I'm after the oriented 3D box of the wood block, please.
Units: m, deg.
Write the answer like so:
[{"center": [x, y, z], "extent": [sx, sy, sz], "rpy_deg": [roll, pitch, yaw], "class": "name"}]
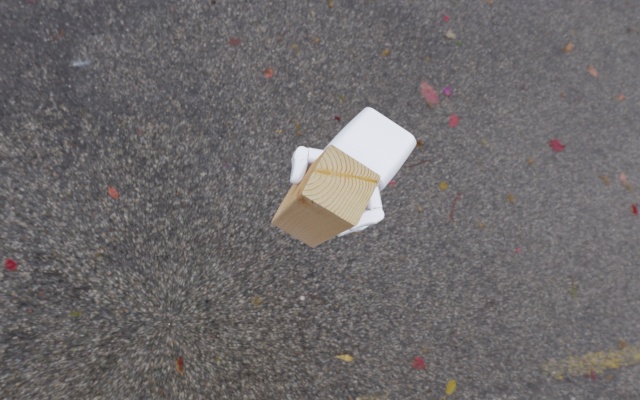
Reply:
[{"center": [0.000, 0.002, 0.758], "extent": [0.091, 0.090, 0.206], "rpy_deg": [32, -21, -8], "class": "wood block"}]
